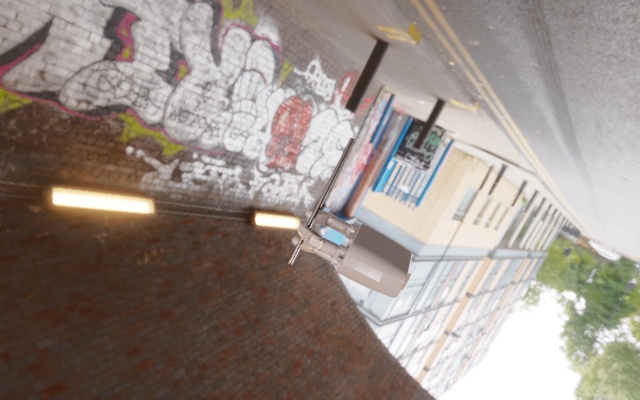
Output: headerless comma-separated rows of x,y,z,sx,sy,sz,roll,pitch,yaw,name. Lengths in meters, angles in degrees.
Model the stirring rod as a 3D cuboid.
0.000,0.003,0.810,0.011,0.239,0.011,26,9,-4,stirring rod
